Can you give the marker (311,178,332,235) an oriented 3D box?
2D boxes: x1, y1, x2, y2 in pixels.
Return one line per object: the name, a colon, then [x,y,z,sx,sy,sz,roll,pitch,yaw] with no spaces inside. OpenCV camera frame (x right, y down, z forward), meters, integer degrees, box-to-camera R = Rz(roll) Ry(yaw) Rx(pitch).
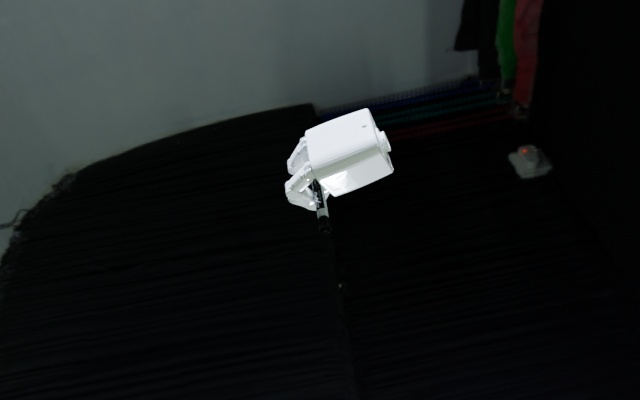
marker: [0.000,0.003,0.757,0.020,0.121,0.020,-6,-39,-5]
